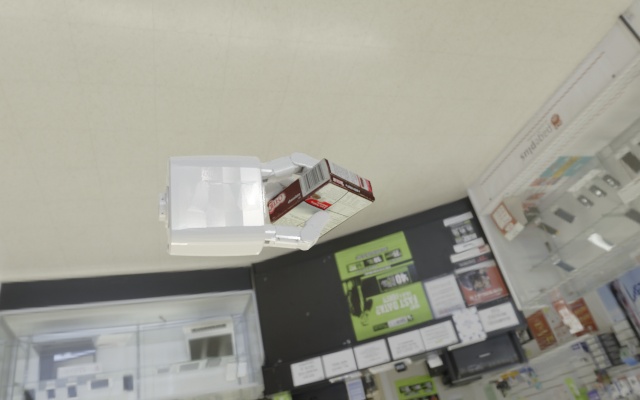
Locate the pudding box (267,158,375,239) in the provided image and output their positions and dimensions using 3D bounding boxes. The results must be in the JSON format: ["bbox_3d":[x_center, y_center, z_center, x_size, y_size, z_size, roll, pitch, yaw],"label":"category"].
[{"bbox_3d":[0.000,0.002,0.625,0.113,0.039,0.090,-34,-38,32],"label":"pudding box"}]
